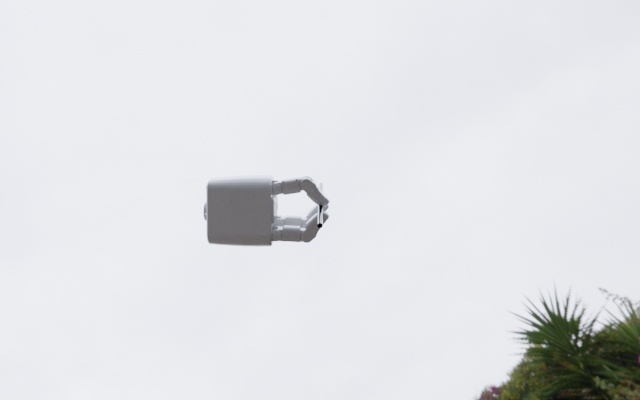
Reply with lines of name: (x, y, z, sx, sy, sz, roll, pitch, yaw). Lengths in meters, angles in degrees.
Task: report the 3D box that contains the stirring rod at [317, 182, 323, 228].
stirring rod: (0.000, 0.003, 0.814, 0.011, 0.011, 0.239, 0, 16, 0)
